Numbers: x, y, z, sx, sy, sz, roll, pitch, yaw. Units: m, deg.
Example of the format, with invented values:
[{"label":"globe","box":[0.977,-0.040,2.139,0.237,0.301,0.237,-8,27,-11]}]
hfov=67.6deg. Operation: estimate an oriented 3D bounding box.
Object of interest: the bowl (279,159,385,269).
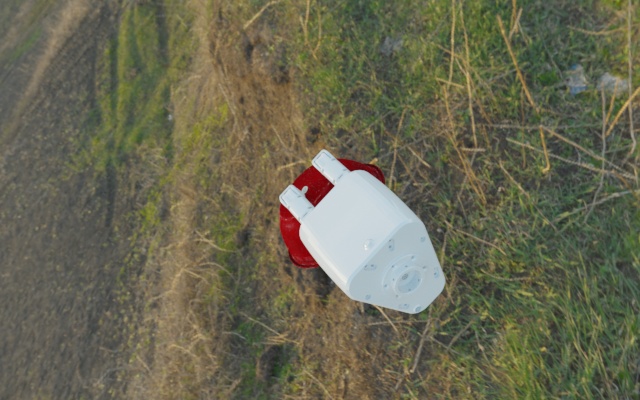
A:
[{"label":"bowl","box":[-0.001,0.001,0.592,0.055,0.162,0.162,41,-21,-25]}]
